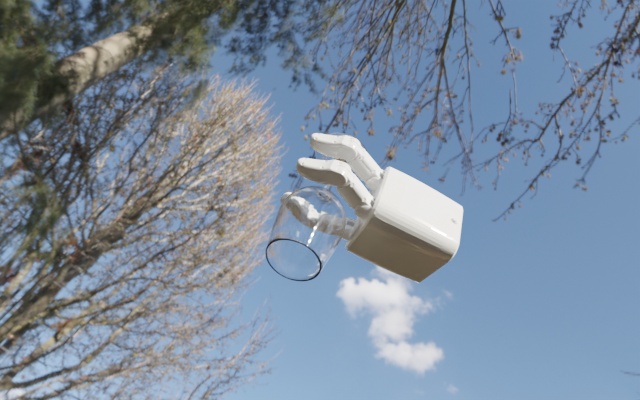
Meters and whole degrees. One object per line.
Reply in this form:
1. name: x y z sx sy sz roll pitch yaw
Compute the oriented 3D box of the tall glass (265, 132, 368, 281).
1. tall glass: 0.000 0.001 0.565 0.079 0.079 0.201 0 37 22
